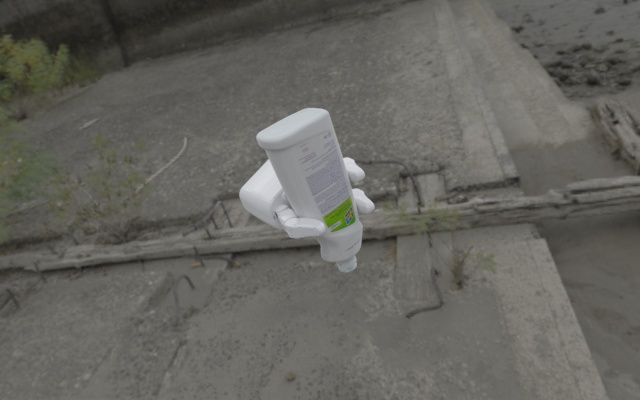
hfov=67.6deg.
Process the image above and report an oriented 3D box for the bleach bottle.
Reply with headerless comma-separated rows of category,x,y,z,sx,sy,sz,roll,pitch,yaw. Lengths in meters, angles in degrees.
bleach bottle,0.000,0.002,0.683,0.102,0.251,0.068,-33,30,-25
